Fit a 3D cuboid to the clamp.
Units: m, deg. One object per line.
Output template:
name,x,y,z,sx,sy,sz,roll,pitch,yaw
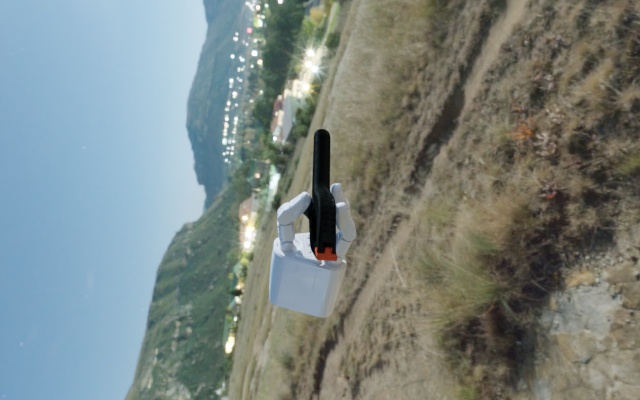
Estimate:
clamp,-0.001,0.003,0.701,0.036,0.165,0.209,3,31,-9
